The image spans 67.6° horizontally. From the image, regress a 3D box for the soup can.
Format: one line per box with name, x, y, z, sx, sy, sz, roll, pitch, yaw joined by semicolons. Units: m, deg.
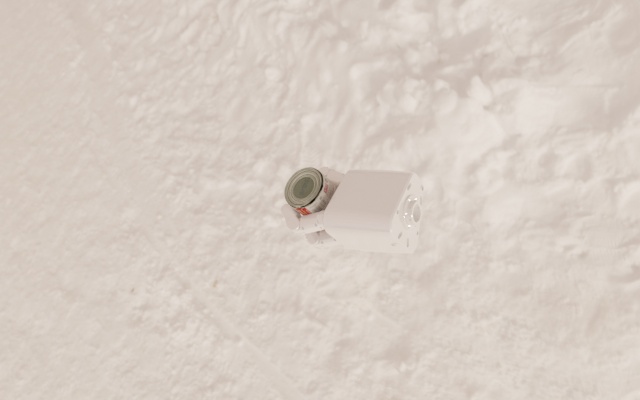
soup can;0.000;0.002;0.726;0.068;0.068;0.102;0;-26;35
